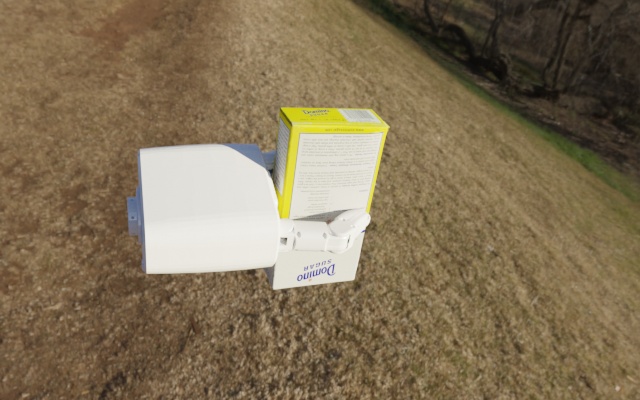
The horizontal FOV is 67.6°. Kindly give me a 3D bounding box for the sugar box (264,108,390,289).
[{"bbox_3d":[0.000,0.001,0.458,0.093,0.176,0.048,-3,34,-21],"label":"sugar box"}]
